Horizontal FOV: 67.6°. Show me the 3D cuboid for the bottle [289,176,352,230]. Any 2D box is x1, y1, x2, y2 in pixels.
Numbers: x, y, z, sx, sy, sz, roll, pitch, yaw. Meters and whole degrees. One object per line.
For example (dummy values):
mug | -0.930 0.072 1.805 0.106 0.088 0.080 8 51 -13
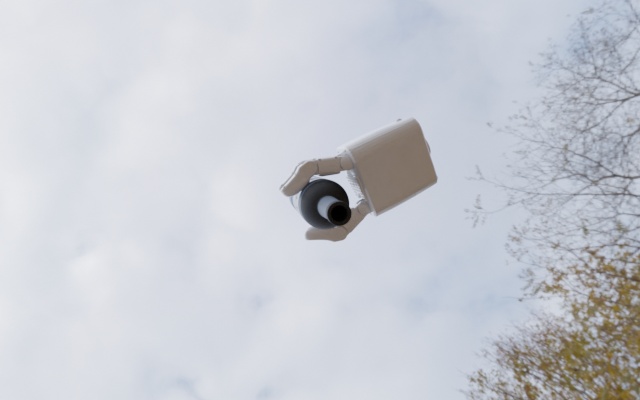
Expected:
bottle | 0.000 0.002 0.666 0.069 0.069 0.295 0 5 -8
